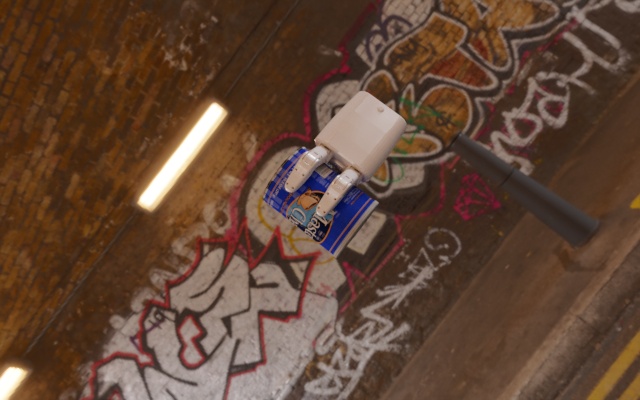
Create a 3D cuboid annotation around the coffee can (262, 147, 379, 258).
[{"bbox_3d":[0.000,0.003,0.709,0.140,0.103,0.103,38,5,7],"label":"coffee can"}]
